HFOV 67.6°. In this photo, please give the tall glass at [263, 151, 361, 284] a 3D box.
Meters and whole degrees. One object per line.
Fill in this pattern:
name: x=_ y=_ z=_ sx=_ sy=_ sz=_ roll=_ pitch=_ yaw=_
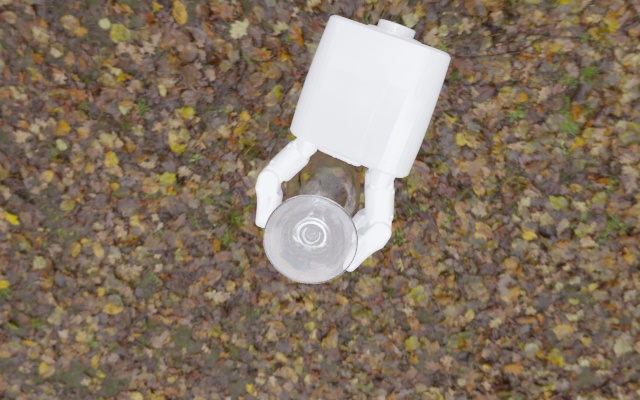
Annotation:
tall glass: x=0.000 y=0.002 z=0.463 sx=0.079 sy=0.079 sz=0.201 roll=0 pitch=17 yaw=5
